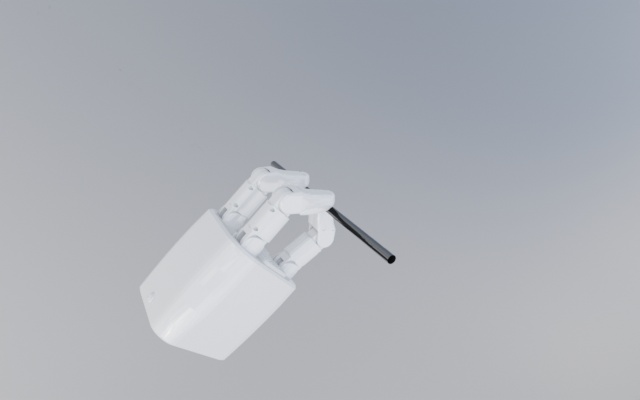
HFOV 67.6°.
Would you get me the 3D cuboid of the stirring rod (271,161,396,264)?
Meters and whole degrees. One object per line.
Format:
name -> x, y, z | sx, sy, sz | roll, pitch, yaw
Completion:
stirring rod -> 0.000, 0.002, 0.470 | 0.011, 0.011, 0.239 | 0, 22, -30
